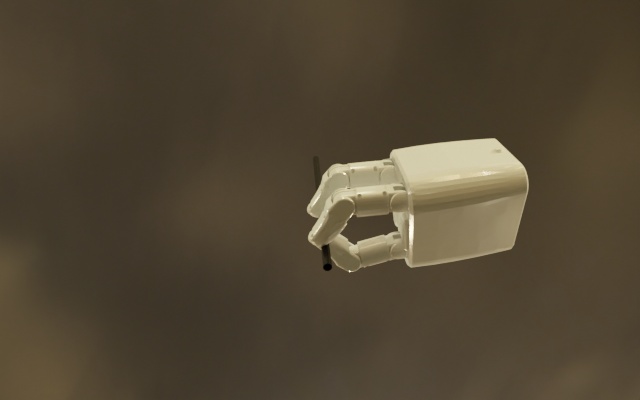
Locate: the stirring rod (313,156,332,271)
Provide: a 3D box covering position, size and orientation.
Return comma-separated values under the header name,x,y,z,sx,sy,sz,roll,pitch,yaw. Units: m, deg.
name,x,y,z,sx,sy,sz,roll,pitch,yaw
stirring rod,0.000,0.002,0.522,0.011,0.011,0.239,0,28,-3
